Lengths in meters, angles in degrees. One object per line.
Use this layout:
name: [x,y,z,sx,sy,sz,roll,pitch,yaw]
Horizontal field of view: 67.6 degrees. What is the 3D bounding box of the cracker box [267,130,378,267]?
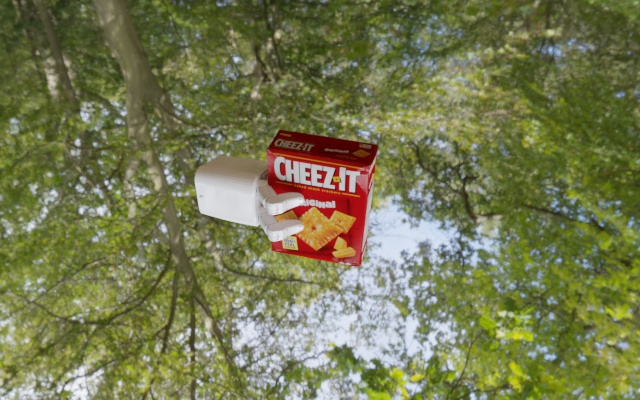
cracker box: [0.000,0.003,0.791,0.164,0.214,0.072,10,38,10]
